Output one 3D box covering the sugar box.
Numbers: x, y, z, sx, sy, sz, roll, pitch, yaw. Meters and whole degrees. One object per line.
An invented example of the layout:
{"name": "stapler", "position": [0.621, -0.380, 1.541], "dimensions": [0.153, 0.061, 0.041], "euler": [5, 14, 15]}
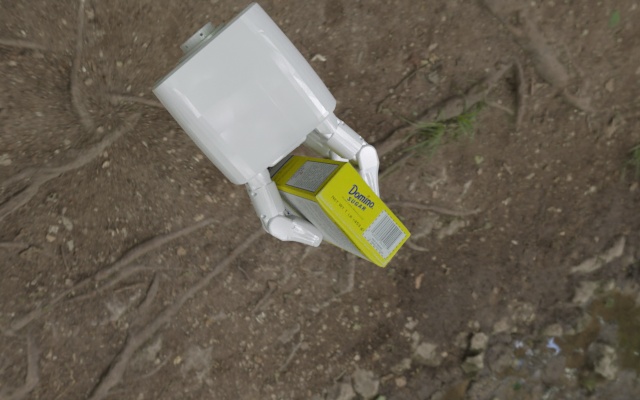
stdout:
{"name": "sugar box", "position": [0.000, 0.001, 0.462], "dimensions": [0.093, 0.048, 0.176], "euler": [48, -11, -24]}
